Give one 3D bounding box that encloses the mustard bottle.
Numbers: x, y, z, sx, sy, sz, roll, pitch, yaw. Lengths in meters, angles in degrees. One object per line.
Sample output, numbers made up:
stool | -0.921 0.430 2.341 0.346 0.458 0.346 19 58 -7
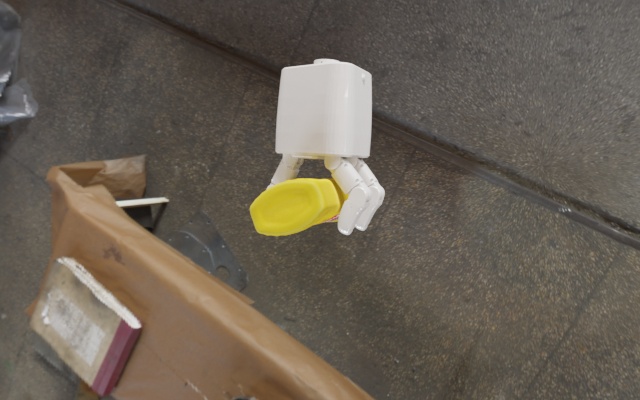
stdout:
mustard bottle | 0.000 0.002 0.605 0.096 0.058 0.191 -22 -5 25
